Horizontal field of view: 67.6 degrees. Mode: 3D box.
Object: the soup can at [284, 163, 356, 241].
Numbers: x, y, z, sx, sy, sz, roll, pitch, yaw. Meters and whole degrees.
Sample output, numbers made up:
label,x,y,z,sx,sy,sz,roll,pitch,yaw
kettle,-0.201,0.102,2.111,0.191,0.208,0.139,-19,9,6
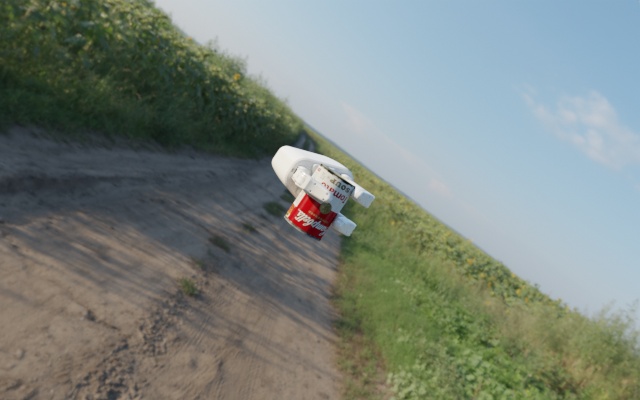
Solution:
label,x,y,z,sx,sy,sz,roll,pitch,yaw
soup can,0.000,0.002,0.741,0.068,0.102,0.068,34,6,-4
